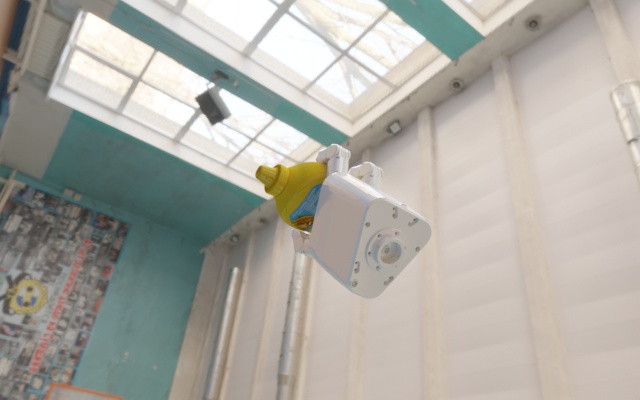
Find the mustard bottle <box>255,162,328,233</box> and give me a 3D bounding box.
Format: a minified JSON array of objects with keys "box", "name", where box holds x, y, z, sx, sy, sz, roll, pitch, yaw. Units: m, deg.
[{"box":[0.000,0.002,0.629,0.192,0.096,0.058,26,29,-27],"name":"mustard bottle"}]
